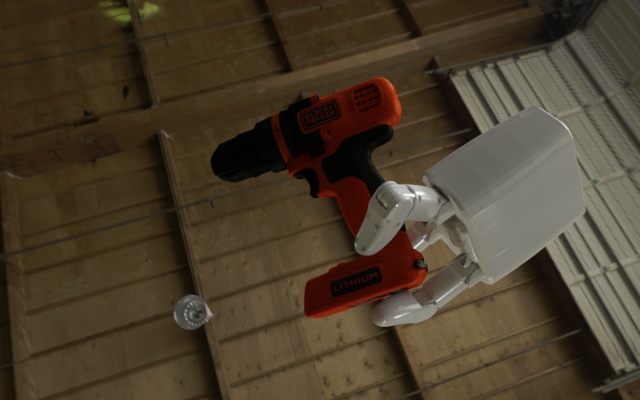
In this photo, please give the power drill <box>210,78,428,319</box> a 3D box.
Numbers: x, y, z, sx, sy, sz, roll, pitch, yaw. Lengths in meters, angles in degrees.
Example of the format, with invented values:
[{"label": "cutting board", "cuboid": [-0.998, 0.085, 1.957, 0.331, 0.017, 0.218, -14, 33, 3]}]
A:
[{"label": "power drill", "cuboid": [0.000, 0.002, 0.416, 0.184, 0.187, 0.057, -20, -16, 14]}]
